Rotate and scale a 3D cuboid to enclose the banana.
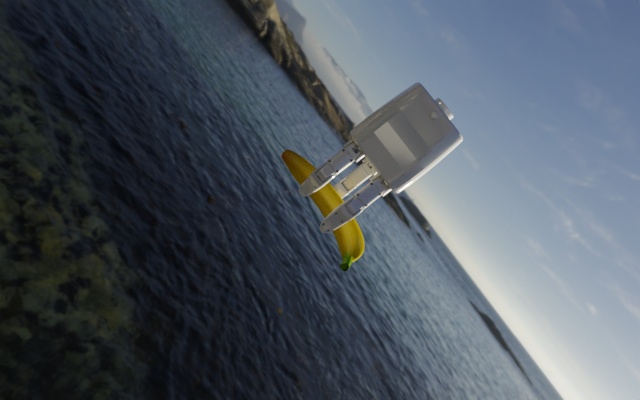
[{"bbox_3d":[0.010,0.008,0.658,0.037,0.197,0.070,-39,-27,16],"label":"banana"}]
